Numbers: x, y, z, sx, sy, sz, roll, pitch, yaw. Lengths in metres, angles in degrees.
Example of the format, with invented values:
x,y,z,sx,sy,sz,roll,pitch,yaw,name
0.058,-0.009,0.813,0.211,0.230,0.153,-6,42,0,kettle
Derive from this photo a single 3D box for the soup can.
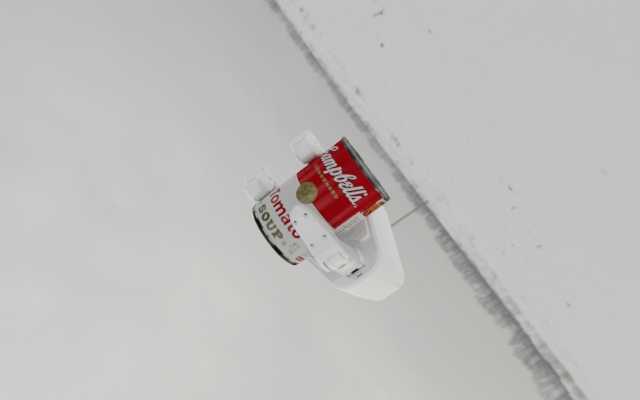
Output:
x,y,z,sx,sy,sz,roll,pitch,yaw,name
0.000,0.001,0.418,0.102,0.068,0.068,-36,-7,9,soup can
